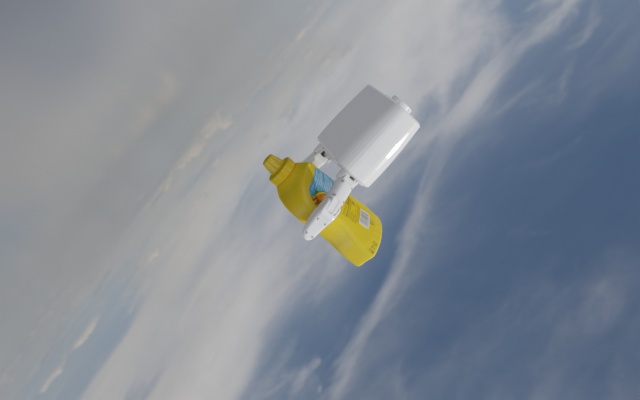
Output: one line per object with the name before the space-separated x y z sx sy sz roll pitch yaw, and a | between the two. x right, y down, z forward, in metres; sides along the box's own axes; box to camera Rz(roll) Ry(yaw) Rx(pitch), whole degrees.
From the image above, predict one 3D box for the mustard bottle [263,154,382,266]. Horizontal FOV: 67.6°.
mustard bottle | 0.000 0.003 0.657 0.058 0.192 0.096 -38 22 32
